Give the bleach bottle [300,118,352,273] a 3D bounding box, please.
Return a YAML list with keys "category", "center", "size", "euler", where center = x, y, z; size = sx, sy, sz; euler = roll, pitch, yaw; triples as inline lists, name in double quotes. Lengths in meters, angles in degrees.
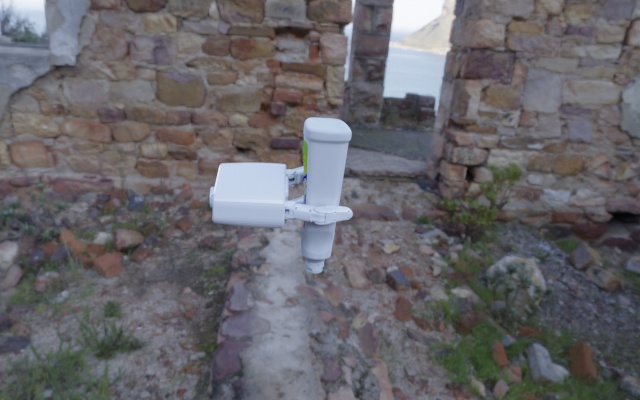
- category: "bleach bottle"
  center: [0.000, 0.002, 0.754]
  size: [0.068, 0.251, 0.102]
  euler: [2, 21, -7]
